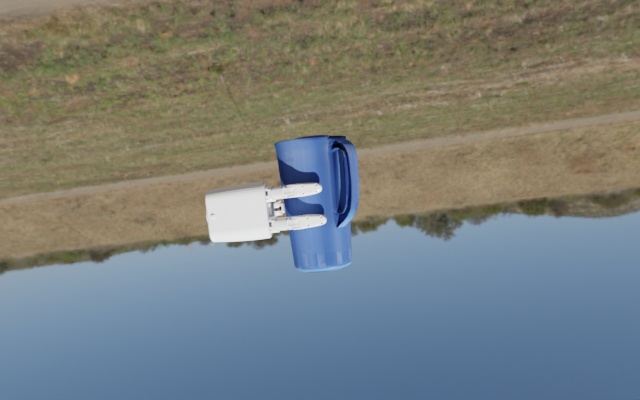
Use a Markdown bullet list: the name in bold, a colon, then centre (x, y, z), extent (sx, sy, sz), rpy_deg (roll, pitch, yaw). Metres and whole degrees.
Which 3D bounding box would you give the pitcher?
- **pitcher**: centre (0.000, 0.003, 0.869), extent (0.145, 0.243, 0.149), rpy_deg (-6, 3, 3)
